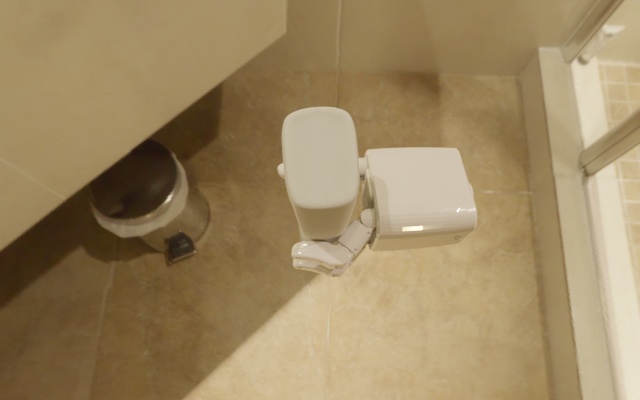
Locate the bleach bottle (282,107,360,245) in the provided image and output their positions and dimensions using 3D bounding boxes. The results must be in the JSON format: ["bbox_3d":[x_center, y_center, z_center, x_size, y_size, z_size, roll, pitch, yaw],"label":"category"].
[{"bbox_3d":[0.000,0.002,0.534,0.068,0.102,0.251,-4,-19,-2],"label":"bleach bottle"}]
